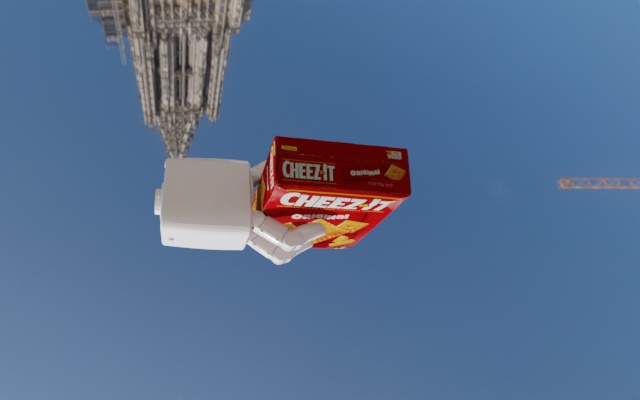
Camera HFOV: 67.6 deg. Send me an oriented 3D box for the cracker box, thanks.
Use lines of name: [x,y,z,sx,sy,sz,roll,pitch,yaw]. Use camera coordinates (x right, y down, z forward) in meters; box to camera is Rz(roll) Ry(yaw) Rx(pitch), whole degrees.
cracker box: [0.000,0.002,0.634,0.164,0.072,0.214,3,-23,-15]
